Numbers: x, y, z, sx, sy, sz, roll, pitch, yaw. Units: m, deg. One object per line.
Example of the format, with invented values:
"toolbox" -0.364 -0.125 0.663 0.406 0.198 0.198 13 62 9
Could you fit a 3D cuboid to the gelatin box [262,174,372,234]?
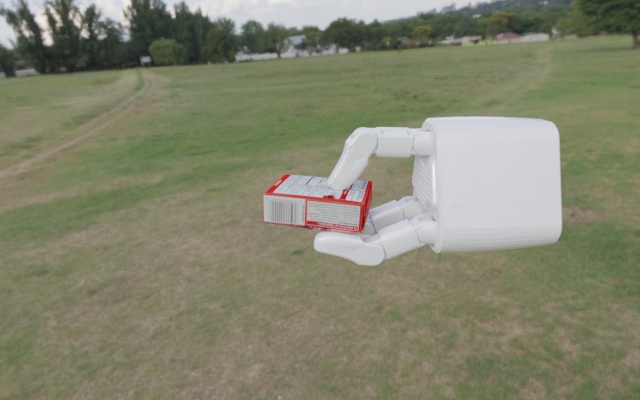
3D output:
"gelatin box" 0.000 0.001 0.432 0.089 0.030 0.073 6 18 9
